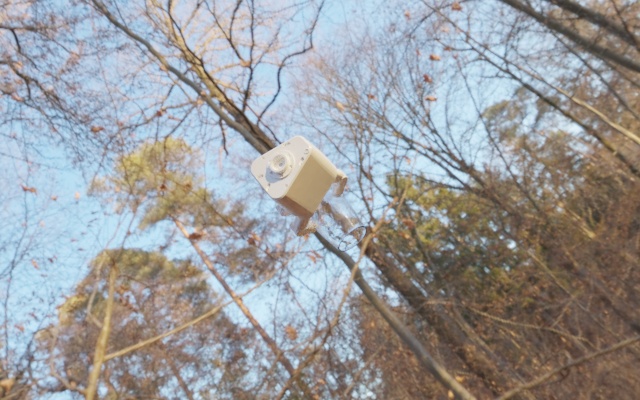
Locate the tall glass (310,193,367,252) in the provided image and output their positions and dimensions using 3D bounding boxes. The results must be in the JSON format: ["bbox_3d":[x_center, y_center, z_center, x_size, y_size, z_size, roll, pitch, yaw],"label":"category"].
[{"bbox_3d":[0.000,0.002,0.886,0.079,0.079,0.201,0,41,-50],"label":"tall glass"}]
